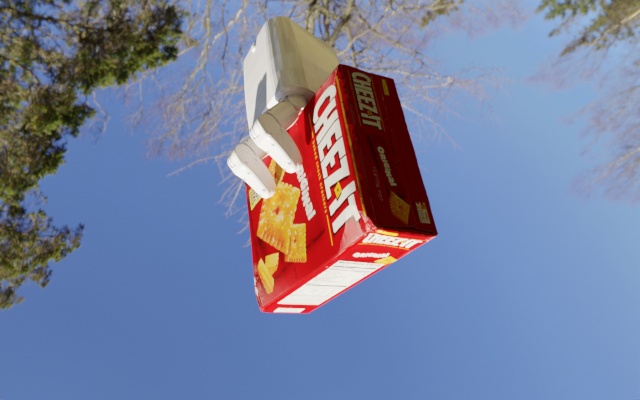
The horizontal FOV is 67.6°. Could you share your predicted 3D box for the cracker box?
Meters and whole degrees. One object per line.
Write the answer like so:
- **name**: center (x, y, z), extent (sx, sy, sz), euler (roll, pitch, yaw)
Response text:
- **cracker box**: center (0.000, 0.002, 0.471), extent (0.072, 0.164, 0.214), euler (7, -31, -31)
